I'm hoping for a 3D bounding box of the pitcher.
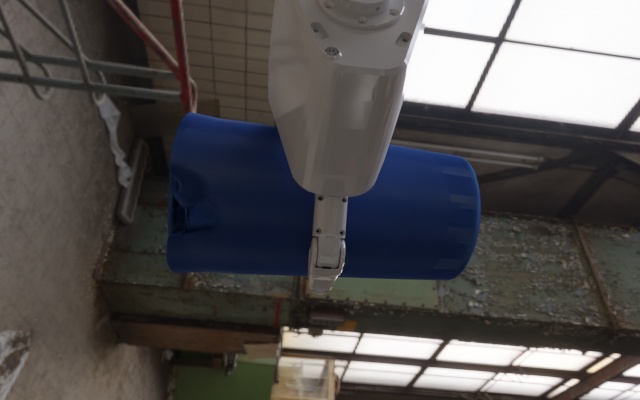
[{"bbox_3d":[0.000,0.001,0.416,0.243,0.149,0.145,6,-34,-4],"label":"pitcher"}]
